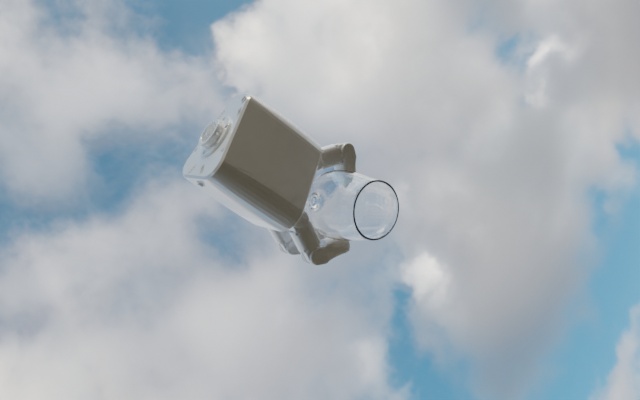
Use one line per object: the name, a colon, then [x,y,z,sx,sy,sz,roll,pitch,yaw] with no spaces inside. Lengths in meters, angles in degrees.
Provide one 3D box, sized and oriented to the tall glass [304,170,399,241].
tall glass: [0.000,0.002,0.561,0.079,0.079,0.201,0,5,-35]
